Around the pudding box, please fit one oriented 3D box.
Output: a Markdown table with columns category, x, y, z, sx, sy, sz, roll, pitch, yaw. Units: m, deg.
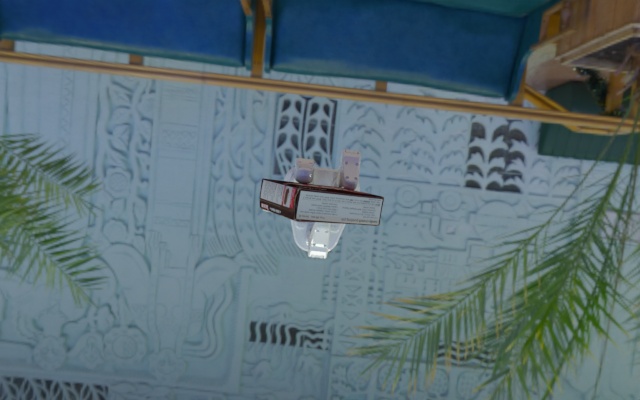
| category | x | y | z | sx | sy | sz | roll | pitch | yaw |
| --- | --- | --- | --- | --- | --- | --- | --- | --- | --- |
| pudding box | 0.000 | 0.002 | 0.537 | 0.113 | 0.039 | 0.090 | 3 | 6 | -32 |
